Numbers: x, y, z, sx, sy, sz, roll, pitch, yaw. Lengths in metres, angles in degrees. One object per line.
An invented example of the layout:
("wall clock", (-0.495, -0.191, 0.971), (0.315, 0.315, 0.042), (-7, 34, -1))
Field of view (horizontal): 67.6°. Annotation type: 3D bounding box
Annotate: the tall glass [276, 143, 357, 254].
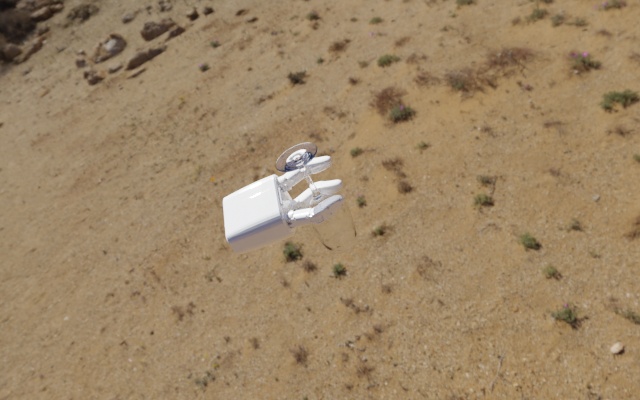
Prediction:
("tall glass", (0.000, 0.002, 0.820), (0.079, 0.201, 0.079), (-19, 35, 14))
